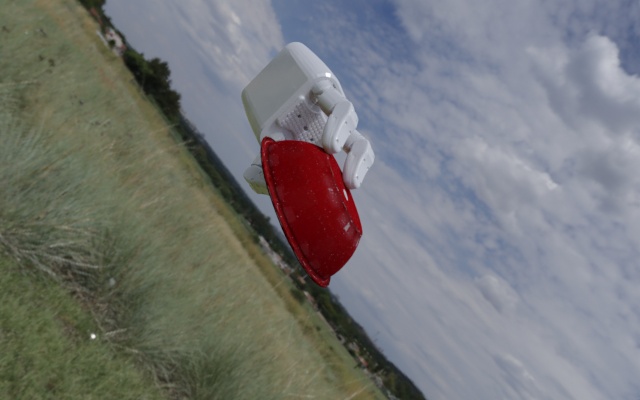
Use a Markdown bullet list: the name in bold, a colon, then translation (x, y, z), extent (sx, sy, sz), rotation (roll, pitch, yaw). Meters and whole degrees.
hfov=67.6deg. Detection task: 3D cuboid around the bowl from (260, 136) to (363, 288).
- **bowl**: translation (0.001, 0.003, 0.477), extent (0.055, 0.162, 0.162), rotation (-22, -4, 10)
